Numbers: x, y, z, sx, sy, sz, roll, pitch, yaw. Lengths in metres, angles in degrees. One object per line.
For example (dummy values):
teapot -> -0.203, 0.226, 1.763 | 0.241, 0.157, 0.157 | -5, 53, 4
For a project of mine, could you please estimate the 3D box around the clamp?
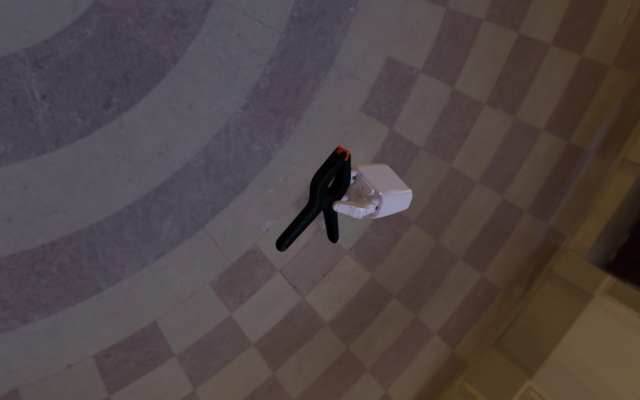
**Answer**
clamp -> 0.001, 0.003, 0.868 | 0.036, 0.210, 0.164 | 34, 29, 33
